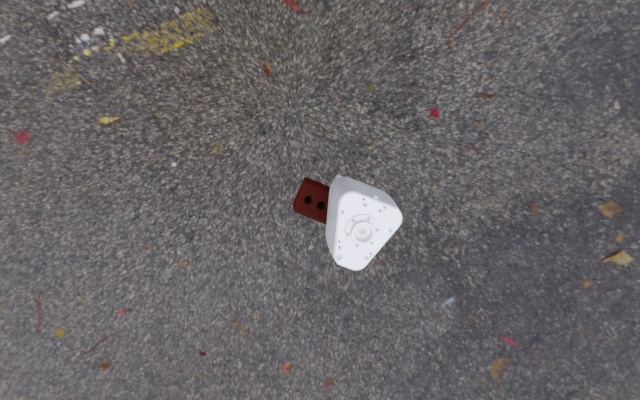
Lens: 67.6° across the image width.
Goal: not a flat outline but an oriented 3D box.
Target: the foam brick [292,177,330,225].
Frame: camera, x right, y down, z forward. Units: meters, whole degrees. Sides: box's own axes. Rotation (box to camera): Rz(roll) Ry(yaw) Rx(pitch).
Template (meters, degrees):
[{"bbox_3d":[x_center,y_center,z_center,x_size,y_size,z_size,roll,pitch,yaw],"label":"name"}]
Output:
[{"bbox_3d":[0.000,0.002,0.767,0.078,0.053,0.051,21,10,-8],"label":"foam brick"}]
